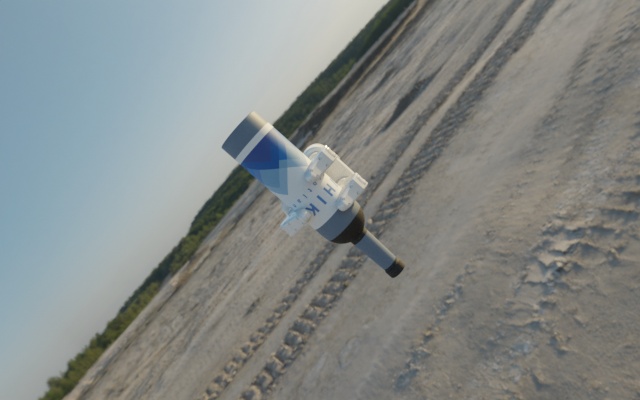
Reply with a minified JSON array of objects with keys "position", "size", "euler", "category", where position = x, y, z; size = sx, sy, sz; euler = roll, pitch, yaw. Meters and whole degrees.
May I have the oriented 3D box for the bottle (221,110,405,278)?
[{"position":[0.000,0.002,0.650],"size":[0.296,0.069,0.069],"euler":[41,-7,-8],"category":"bottle"}]
